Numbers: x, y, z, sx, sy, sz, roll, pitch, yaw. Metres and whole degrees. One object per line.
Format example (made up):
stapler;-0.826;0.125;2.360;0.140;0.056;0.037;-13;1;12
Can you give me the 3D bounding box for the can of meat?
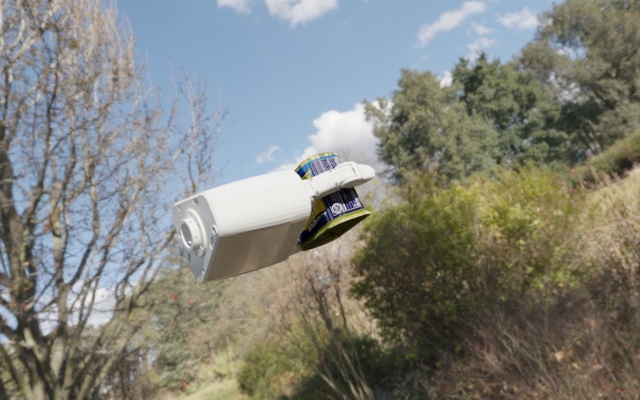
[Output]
can of meat;0.000;0.002;0.565;0.057;0.084;0.102;-16;-16;-34
